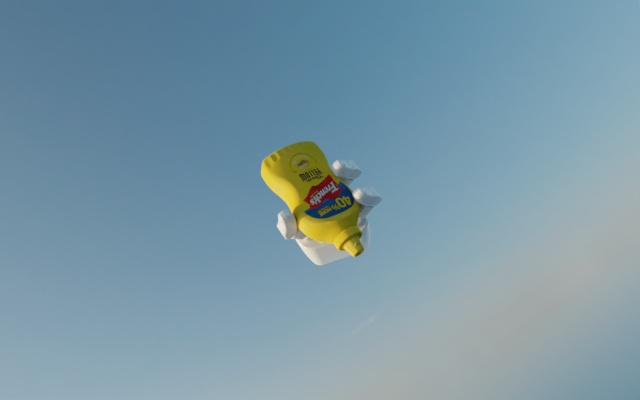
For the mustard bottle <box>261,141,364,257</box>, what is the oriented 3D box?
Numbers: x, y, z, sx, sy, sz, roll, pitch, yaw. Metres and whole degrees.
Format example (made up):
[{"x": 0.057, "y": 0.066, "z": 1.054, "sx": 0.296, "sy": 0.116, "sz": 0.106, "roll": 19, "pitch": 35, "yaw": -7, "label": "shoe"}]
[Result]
[{"x": 0.000, "y": 0.002, "z": 0.685, "sx": 0.096, "sy": 0.191, "sz": 0.058, "roll": -23, "pitch": -28, "yaw": -27, "label": "mustard bottle"}]
